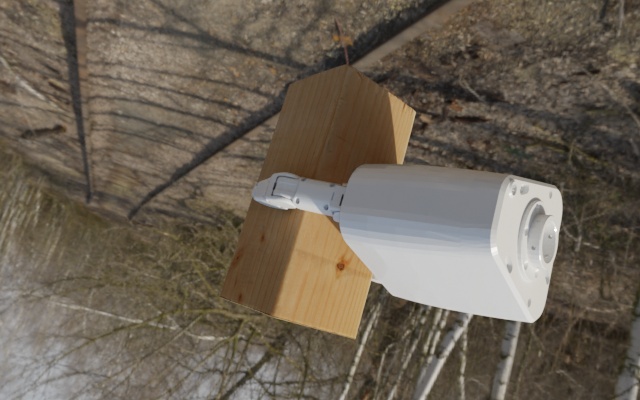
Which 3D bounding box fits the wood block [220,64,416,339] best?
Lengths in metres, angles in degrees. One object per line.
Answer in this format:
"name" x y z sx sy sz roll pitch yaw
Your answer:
"wood block" 0.000 0.001 0.419 0.091 0.206 0.090 25 -14 -34
